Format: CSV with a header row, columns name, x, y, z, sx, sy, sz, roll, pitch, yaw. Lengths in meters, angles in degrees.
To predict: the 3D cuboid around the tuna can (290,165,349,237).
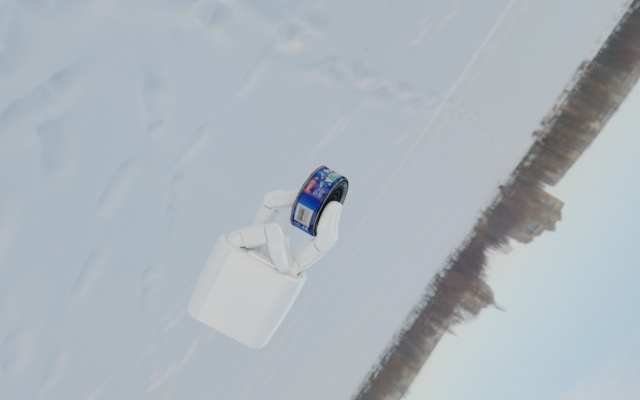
name,x,y,z,sx,sy,sz,roll,pitch,yaw
tuna can,0.001,0.002,0.596,0.033,0.086,0.086,29,9,18
